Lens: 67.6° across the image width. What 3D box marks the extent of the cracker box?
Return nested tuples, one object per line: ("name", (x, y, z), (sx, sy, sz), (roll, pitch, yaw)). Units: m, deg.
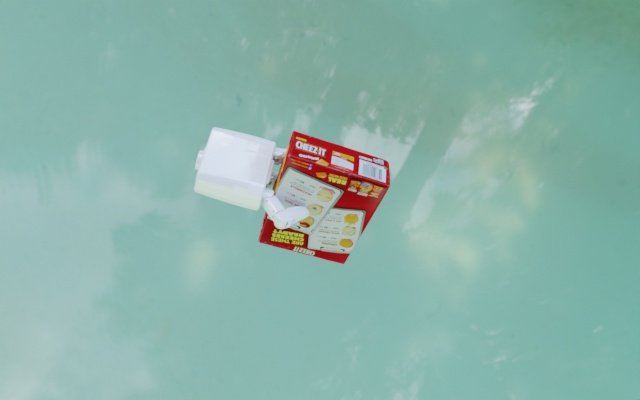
("cracker box", (0.000, 0.003, 0.800), (0.164, 0.072, 0.214), (16, -45, -9))
